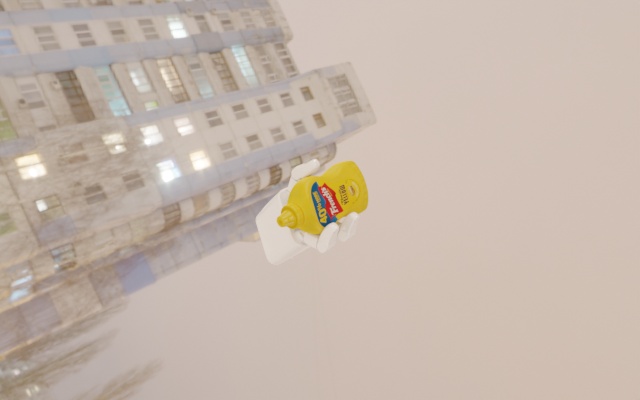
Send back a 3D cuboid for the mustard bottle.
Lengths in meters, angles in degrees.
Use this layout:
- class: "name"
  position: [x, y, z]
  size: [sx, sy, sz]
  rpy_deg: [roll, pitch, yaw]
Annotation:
- class: "mustard bottle"
  position: [0.001, 0.002, 0.804]
  size: [0.058, 0.096, 0.191]
  rpy_deg: [-4, 16, 46]
